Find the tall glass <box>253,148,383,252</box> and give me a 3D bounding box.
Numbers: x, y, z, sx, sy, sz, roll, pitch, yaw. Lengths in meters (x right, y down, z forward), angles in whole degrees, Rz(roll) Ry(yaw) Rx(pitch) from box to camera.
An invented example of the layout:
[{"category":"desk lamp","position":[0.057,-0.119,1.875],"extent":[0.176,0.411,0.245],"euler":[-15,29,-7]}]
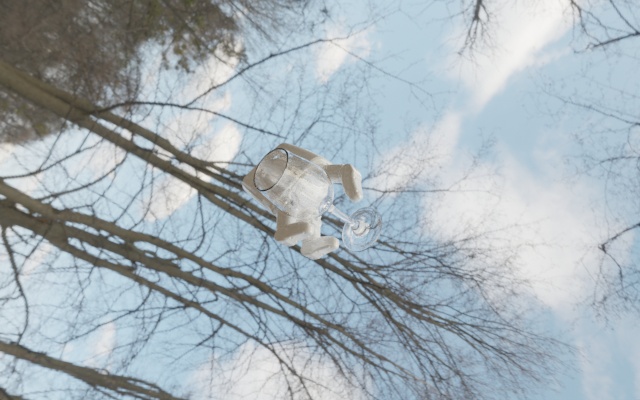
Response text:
[{"category":"tall glass","position":[0.001,0.002,0.665],"extent":[0.079,0.079,0.201],"euler":[0,-25,44]}]
